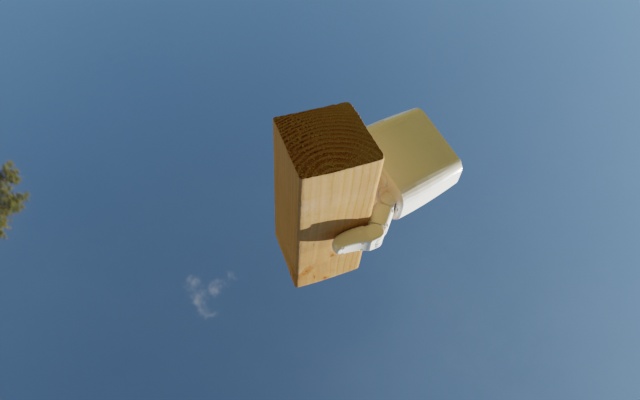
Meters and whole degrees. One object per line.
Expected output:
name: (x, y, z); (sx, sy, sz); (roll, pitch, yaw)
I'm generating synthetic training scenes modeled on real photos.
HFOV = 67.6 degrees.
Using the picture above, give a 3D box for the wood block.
wood block: (0.001, 0.002, 0.551); (0.090, 0.090, 0.206); (-15, -36, -16)
